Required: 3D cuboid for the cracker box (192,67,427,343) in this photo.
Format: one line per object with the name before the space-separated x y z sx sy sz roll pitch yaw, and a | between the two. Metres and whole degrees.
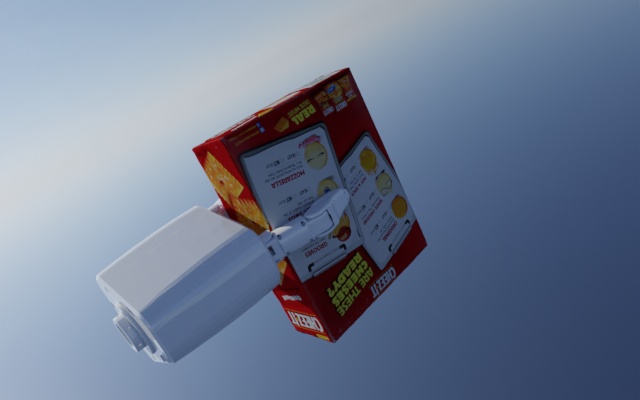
cracker box | 0.000 0.001 0.477 0.164 0.214 0.072 -38 20 -33
